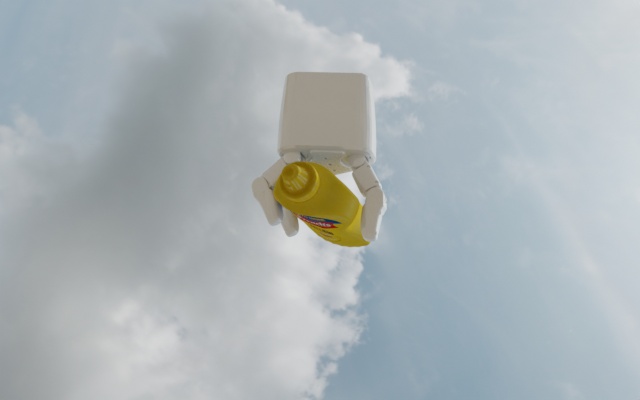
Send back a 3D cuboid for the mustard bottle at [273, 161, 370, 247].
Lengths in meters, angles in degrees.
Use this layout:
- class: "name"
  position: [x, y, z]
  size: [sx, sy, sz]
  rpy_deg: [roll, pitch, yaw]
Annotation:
- class: "mustard bottle"
  position: [0.000, 0.002, 0.545]
  size: [0.096, 0.058, 0.192]
  rpy_deg: [20, -11, 24]
